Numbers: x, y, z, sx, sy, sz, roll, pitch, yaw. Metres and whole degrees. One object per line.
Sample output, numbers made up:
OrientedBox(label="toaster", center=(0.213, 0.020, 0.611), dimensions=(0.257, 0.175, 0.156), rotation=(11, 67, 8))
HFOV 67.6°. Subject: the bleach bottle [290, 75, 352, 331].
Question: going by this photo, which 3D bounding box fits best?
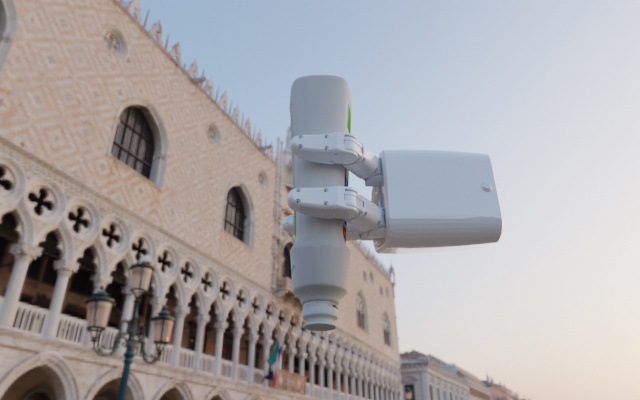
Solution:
OrientedBox(label="bleach bottle", center=(0.000, 0.001, 0.472), dimensions=(0.068, 0.250, 0.103), rotation=(-1, -28, 2))
